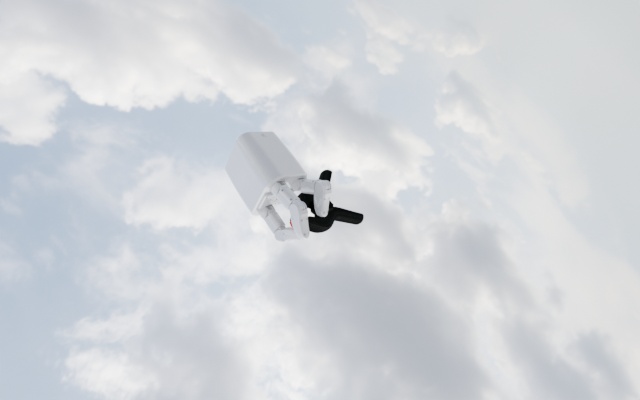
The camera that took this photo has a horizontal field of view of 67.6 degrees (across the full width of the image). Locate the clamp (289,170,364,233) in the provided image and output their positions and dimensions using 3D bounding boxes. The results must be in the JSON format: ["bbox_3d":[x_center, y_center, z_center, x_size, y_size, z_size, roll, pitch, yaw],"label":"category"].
[{"bbox_3d":[0.000,0.003,0.849,0.171,0.120,0.039,-12,-29,-53],"label":"clamp"}]
